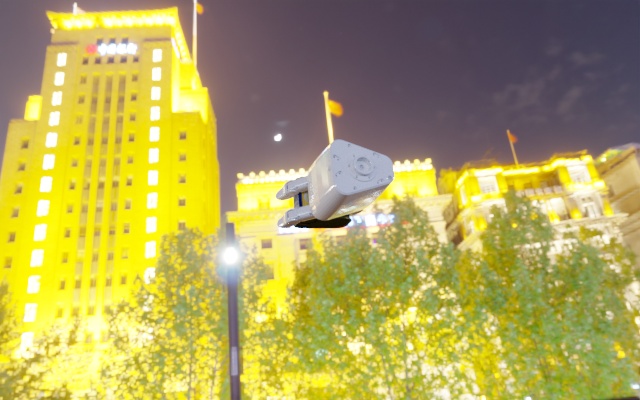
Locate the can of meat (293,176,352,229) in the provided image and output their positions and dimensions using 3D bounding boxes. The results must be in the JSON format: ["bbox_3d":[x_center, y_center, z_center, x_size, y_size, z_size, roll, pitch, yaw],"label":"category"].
[{"bbox_3d":[0.000,0.003,0.860,0.102,0.084,0.057,1,-21,-16],"label":"can of meat"}]
